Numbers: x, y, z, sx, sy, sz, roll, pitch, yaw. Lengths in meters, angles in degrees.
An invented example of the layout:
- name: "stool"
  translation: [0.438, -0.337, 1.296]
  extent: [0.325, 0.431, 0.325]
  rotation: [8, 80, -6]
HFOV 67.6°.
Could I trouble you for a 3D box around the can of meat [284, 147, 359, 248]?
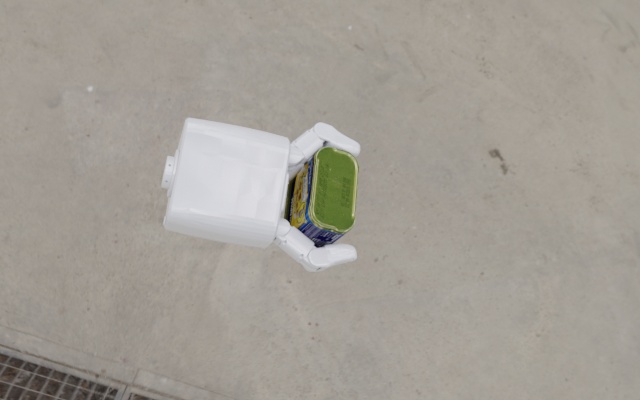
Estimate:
- name: "can of meat"
  translation: [0.000, 0.002, 0.529]
  extent: [0.057, 0.102, 0.084]
  rotation: [14, -27, -18]
